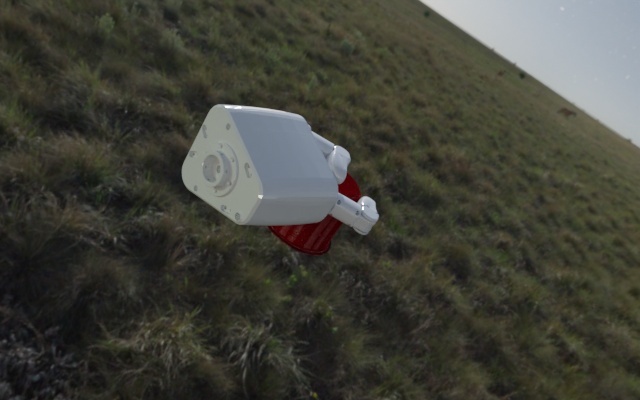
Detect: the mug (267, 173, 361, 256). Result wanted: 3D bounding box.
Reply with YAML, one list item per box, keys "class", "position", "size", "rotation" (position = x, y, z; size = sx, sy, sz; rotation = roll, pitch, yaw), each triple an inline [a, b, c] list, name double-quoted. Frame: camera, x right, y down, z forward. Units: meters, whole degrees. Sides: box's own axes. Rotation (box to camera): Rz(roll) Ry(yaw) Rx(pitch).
- class: "mug"
  position: [0.001, 0.002, 0.560]
  size: [0.093, 0.081, 0.117]
  rotation: [47, 28, 26]
